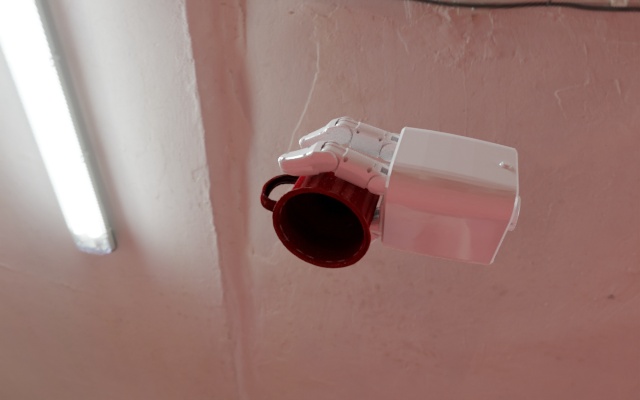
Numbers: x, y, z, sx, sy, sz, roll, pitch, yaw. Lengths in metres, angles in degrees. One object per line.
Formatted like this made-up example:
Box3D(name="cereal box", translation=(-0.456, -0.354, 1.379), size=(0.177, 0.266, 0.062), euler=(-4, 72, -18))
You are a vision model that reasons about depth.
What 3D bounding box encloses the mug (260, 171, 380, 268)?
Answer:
Box3D(name="mug", translation=(-0.001, 0.001, 0.463), size=(0.117, 0.093, 0.081), euler=(12, 39, 12))
